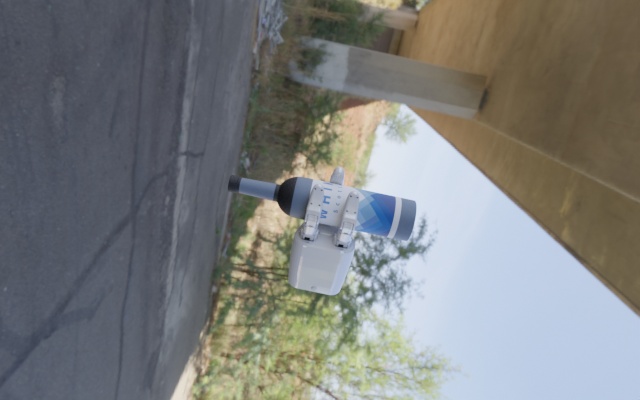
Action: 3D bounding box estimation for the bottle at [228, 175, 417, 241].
[{"bbox_3d":[0.000,0.002,0.761,0.296,0.069,0.069,12,0,-1],"label":"bottle"}]
